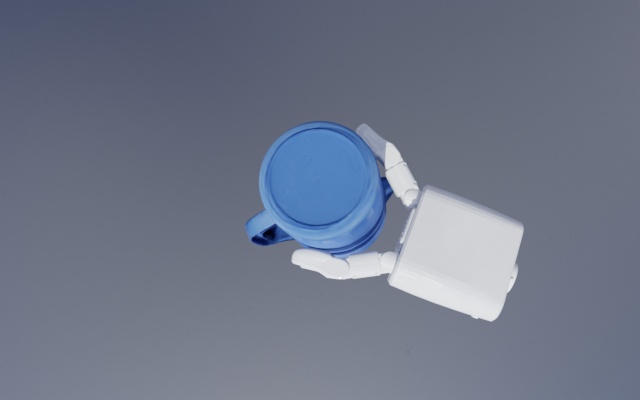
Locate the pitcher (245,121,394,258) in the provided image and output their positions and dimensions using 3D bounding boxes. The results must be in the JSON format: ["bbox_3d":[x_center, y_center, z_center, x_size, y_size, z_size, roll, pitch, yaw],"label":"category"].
[{"bbox_3d":[0.000,0.002,0.530,0.145,0.149,0.243,23,-5,9],"label":"pitcher"}]
